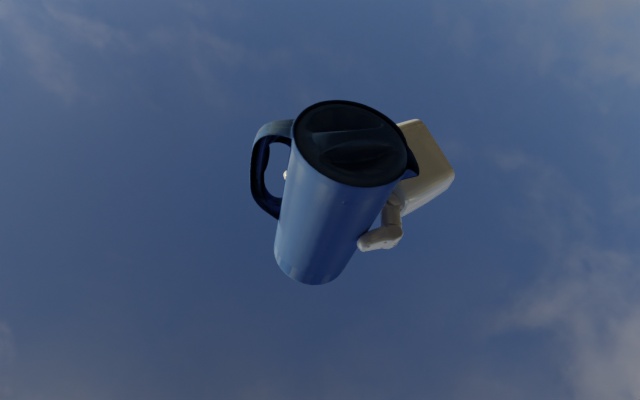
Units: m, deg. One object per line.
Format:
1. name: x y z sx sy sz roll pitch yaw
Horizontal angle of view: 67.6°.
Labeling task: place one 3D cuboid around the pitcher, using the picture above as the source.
1. pitcher: 0.000 0.002 0.603 0.145 0.149 0.243 -26 -27 -32
